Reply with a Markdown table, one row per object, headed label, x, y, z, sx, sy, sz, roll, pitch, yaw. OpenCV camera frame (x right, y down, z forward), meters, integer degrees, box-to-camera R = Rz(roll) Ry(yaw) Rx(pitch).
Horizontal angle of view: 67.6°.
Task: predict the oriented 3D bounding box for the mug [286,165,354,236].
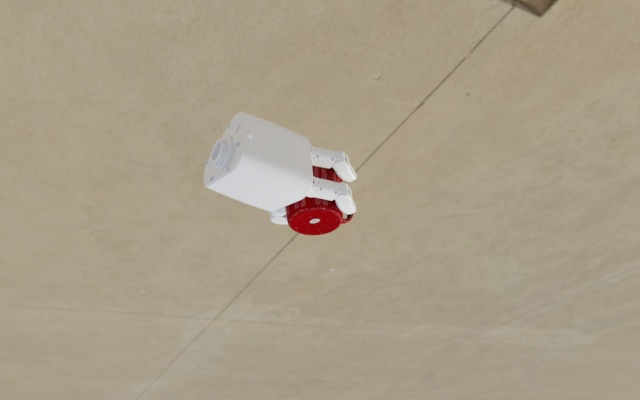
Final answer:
| label | x | y | z | sx | sy | sz | roll | pitch | yaw |
| --- | --- | --- | --- | --- | --- | --- | --- | --- | --- |
| mug | 0.001 | 0.003 | 0.713 | 0.117 | 0.081 | 0.093 | 19 | -40 | -30 |
